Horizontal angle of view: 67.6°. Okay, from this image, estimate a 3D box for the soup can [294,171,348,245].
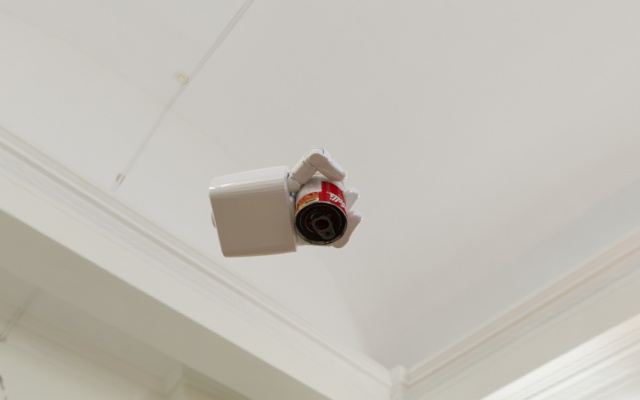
[{"bbox_3d":[0.001,0.002,0.640,0.068,0.068,0.102,0,34,0],"label":"soup can"}]
